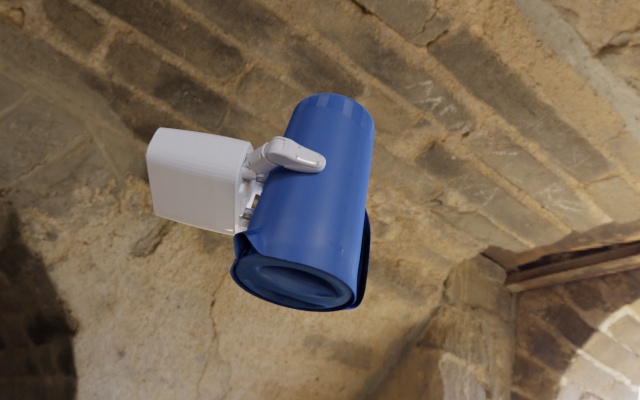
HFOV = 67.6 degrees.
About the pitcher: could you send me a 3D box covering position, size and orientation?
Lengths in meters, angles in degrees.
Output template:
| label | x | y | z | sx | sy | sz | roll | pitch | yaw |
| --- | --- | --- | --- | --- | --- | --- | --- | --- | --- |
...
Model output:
| label | x | y | z | sx | sy | sz | roll | pitch | yaw |
| --- | --- | --- | --- | --- | --- | --- | --- | --- | --- |
| pitcher | 0.000 | 0.002 | 0.559 | 0.145 | 0.242 | 0.149 | 12 | -32 | 4 |
